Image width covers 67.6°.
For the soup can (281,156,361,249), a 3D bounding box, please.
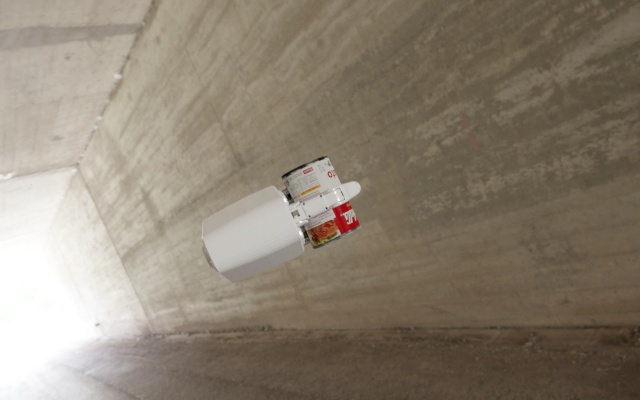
[{"bbox_3d":[0.000,0.002,0.614,0.068,0.102,0.068,-25,0,0],"label":"soup can"}]
